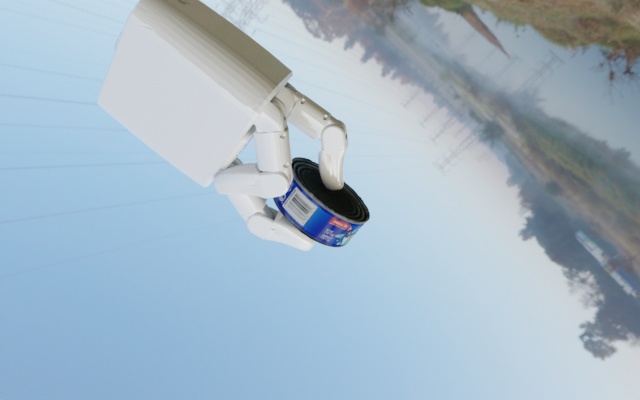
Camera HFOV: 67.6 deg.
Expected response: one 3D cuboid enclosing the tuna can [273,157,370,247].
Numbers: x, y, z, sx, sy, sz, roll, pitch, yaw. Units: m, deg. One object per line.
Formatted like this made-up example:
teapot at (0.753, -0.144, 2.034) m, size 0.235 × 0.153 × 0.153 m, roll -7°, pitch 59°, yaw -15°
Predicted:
tuna can at (0.000, 0.002, 0.425) m, size 0.086 × 0.034 × 0.086 m, roll 33°, pitch 21°, yaw -14°
